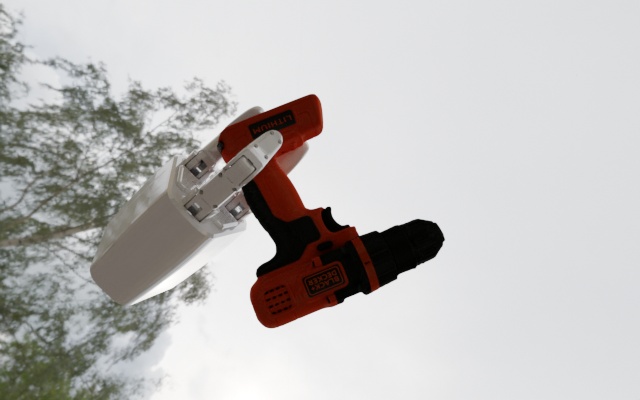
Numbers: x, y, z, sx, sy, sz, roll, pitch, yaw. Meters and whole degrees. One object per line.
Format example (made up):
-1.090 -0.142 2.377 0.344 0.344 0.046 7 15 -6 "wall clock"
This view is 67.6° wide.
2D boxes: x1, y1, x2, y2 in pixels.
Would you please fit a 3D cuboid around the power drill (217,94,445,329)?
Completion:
0.000 0.001 0.440 0.184 0.187 0.057 -22 -10 -7 "power drill"
